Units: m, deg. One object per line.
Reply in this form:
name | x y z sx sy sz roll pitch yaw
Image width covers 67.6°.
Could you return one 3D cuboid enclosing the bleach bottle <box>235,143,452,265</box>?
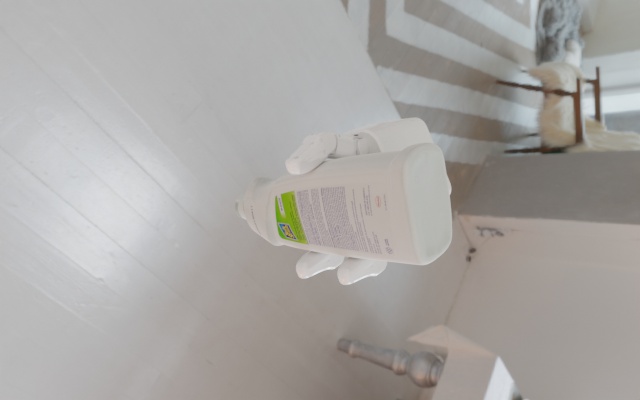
bleach bottle | 0.000 0.002 0.474 0.251 0.102 0.068 2 19 43
